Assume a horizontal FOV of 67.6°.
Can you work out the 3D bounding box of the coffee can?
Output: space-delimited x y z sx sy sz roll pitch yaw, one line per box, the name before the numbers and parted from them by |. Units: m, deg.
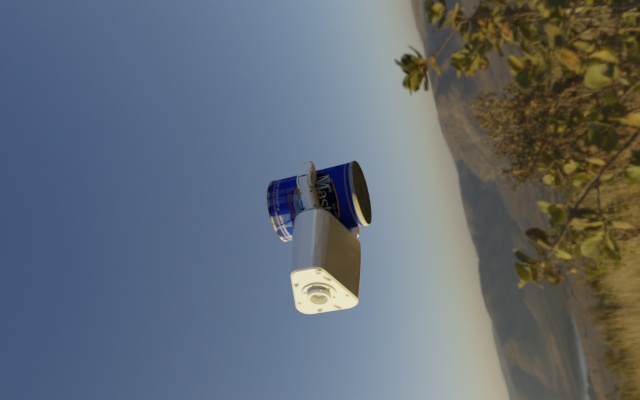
coffee can | 0.000 0.002 0.758 0.140 0.103 0.103 -13 -4 16
